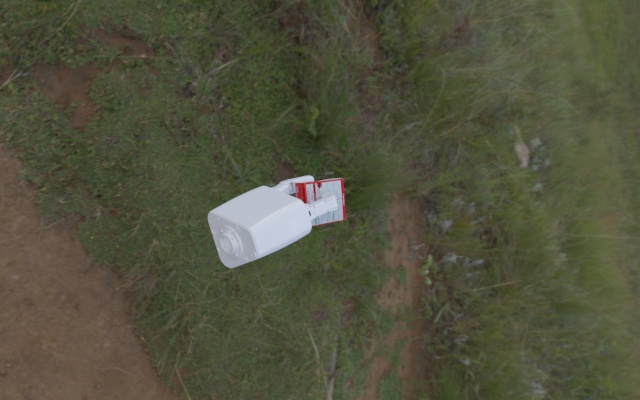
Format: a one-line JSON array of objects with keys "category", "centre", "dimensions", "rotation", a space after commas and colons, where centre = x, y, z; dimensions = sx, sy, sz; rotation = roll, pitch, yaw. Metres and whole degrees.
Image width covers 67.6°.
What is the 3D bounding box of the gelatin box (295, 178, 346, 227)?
[{"category": "gelatin box", "centre": [0.001, 0.003, 0.802], "dimensions": [0.089, 0.073, 0.030], "rotation": [-9, 7, -40]}]
